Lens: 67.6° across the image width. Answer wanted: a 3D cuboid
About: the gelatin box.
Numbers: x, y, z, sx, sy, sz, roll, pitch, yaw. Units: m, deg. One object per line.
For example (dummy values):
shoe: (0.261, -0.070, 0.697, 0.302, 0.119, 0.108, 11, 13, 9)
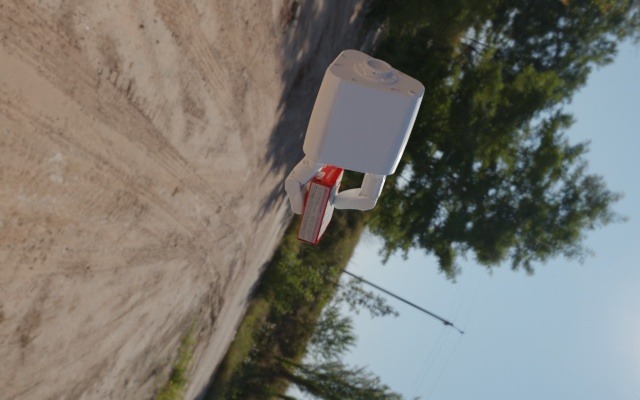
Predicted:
gelatin box: (0.000, 0.002, 0.624, 0.030, 0.089, 0.073, 18, 26, 8)
